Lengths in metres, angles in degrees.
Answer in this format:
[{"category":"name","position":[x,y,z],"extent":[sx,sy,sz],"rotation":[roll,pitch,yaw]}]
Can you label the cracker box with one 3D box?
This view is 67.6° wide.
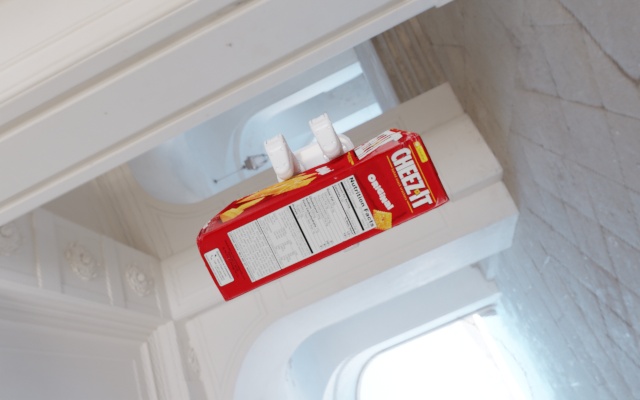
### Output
[{"category":"cracker box","position":[0.000,0.002,0.477],"extent":[0.214,0.072,0.164],"rotation":[-25,9,6]}]
